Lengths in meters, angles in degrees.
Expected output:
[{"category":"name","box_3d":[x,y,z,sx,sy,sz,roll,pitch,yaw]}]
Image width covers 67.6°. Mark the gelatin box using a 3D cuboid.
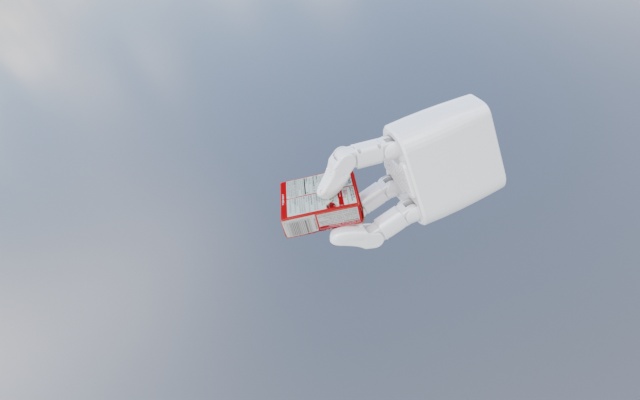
[{"category":"gelatin box","box_3d":[0.000,0.001,0.537,0.089,0.030,0.073,-12,37,3]}]
